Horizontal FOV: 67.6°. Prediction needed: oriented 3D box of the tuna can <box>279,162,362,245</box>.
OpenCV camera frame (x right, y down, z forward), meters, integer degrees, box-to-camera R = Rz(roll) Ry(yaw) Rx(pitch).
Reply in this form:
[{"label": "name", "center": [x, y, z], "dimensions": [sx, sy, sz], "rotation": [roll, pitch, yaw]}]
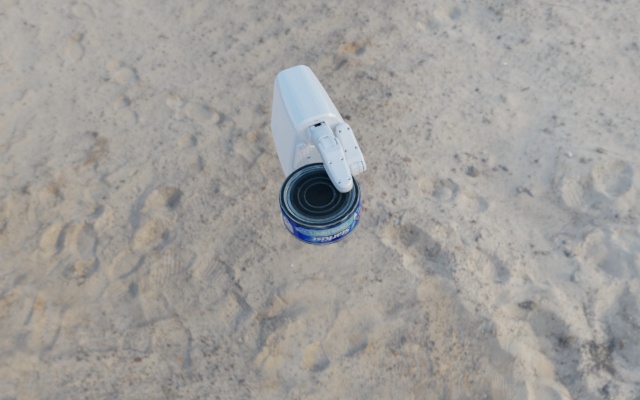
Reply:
[{"label": "tuna can", "center": [0.000, 0.001, 0.499], "dimensions": [0.086, 0.086, 0.034], "rotation": [0, -35, 5]}]
